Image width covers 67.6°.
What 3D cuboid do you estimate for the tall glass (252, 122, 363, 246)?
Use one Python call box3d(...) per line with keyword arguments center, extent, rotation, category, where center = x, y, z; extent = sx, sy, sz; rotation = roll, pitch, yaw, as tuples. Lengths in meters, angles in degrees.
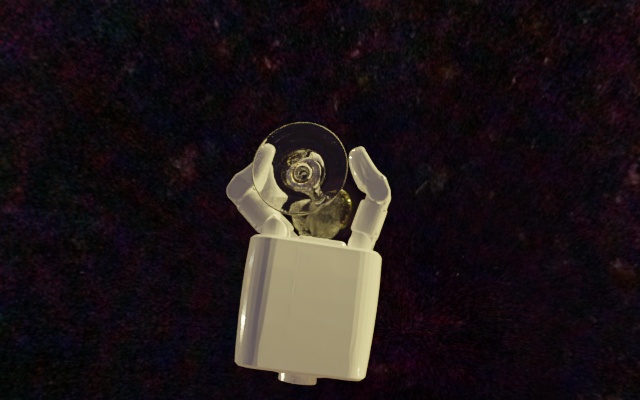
box3d(center=(0.000, 0.001, 0.454), extent=(0.079, 0.079, 0.201), rotation=(0, -15, 10), category="tall glass")
